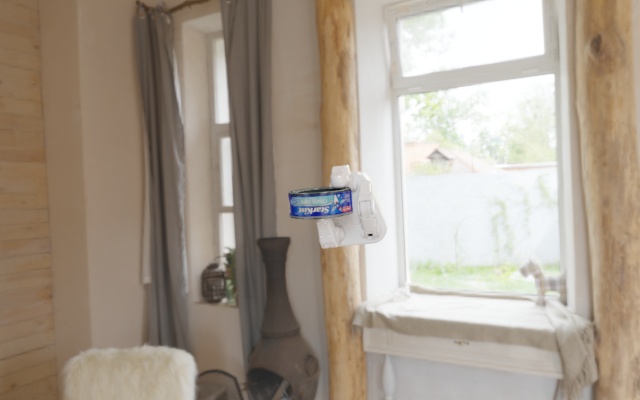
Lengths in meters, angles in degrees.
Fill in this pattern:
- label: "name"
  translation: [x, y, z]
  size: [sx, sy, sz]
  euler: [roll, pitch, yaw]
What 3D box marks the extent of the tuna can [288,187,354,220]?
- label: "tuna can"
  translation: [0.000, 0.002, 0.635]
  size: [0.086, 0.034, 0.086]
  euler: [-4, 6, 0]
